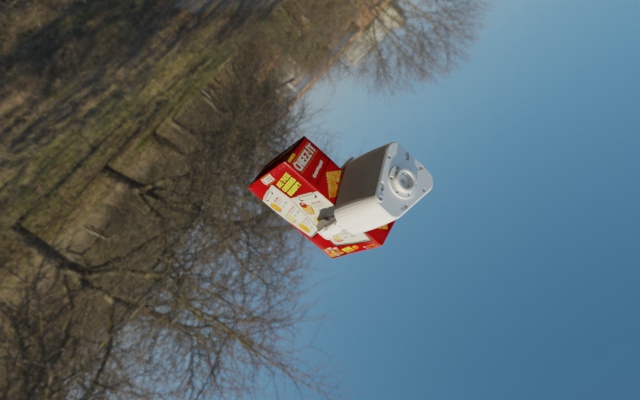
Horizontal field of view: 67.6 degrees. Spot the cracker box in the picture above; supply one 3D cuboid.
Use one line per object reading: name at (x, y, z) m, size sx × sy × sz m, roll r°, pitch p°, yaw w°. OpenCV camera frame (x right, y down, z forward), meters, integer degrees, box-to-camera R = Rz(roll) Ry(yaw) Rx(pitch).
cracker box at (0.000, 0.003, 0.832) m, size 0.214 × 0.072 × 0.164 m, roll 41°, pitch -29°, yaw -14°
